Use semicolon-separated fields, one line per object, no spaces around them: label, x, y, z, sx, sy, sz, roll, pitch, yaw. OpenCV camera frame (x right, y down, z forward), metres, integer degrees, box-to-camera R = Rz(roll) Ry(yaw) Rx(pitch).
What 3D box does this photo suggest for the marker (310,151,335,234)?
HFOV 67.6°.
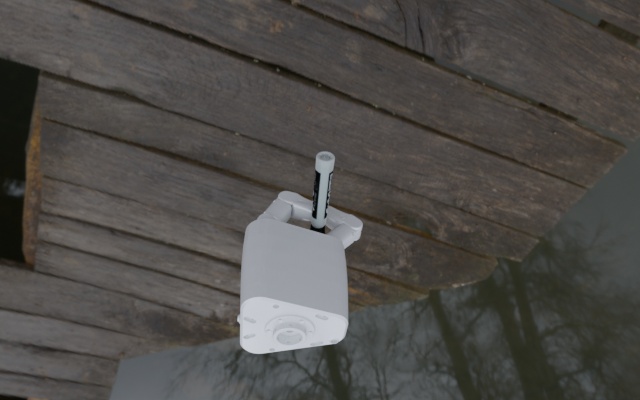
marker;0.000;0.002;0.517;0.020;0.121;0.020;4;40;-3
